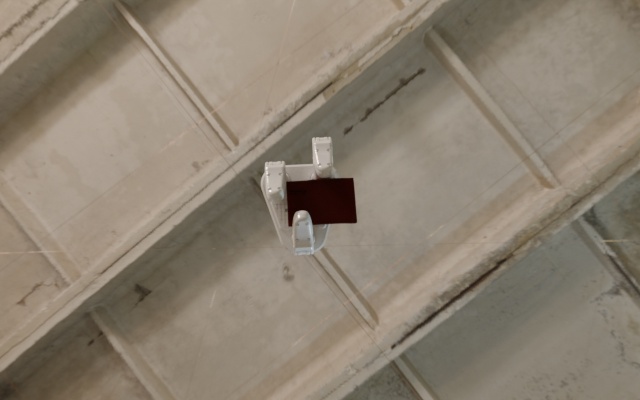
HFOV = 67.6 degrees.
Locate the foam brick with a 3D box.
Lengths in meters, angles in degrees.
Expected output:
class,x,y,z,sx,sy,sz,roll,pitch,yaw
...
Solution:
class,x,y,z,sx,sy,sz,roll,pitch,yaw
foam brick,0.000,0.002,0.552,0.078,0.053,0.051,-3,0,-2
